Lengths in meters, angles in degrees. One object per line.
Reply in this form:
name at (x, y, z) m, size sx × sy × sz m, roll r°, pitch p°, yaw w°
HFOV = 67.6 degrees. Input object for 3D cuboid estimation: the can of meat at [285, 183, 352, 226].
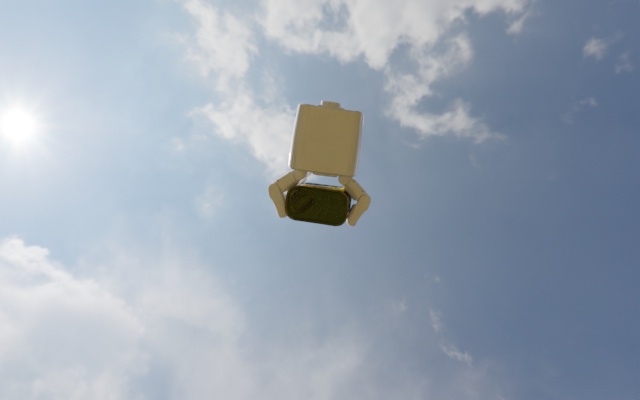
can of meat at (0.000, 0.003, 0.795) m, size 0.102 × 0.057 × 0.084 m, roll 8°, pitch 9°, yaw 8°
